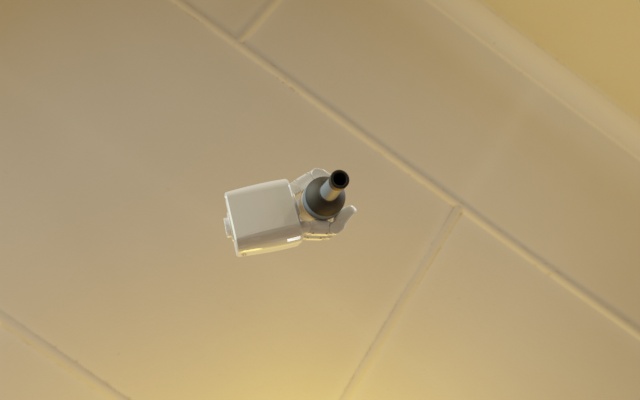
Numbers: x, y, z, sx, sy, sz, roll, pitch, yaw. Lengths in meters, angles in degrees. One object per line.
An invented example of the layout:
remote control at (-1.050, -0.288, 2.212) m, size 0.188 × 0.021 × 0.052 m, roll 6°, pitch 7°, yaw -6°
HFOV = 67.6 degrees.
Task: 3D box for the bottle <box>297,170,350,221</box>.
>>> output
bottle at (0.000, 0.003, 0.791) m, size 0.069 × 0.069 × 0.296 m, roll 0°, pitch -12°, yaw -11°
